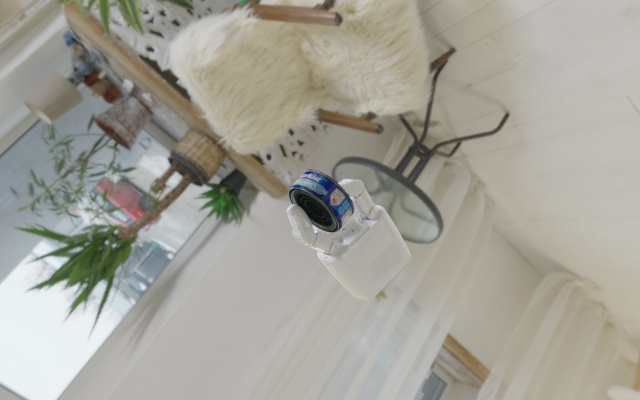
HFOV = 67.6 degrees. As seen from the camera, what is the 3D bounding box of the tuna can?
[{"bbox_3d":[0.000,0.002,0.622,0.033,0.086,0.086,-49,25,-24],"label":"tuna can"}]
